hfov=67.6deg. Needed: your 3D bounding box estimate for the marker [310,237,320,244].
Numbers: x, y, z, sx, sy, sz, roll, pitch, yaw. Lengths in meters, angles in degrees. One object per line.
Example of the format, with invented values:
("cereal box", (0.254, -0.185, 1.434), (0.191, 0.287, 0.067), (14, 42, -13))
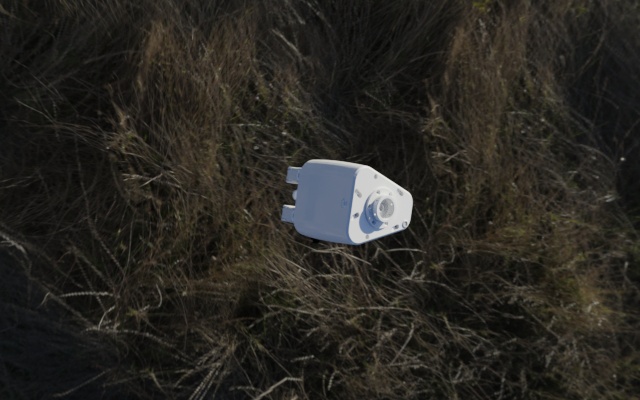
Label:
("marker", (0.000, 0.002, 0.692), (0.020, 0.121, 0.020), (7, 2, 0))
